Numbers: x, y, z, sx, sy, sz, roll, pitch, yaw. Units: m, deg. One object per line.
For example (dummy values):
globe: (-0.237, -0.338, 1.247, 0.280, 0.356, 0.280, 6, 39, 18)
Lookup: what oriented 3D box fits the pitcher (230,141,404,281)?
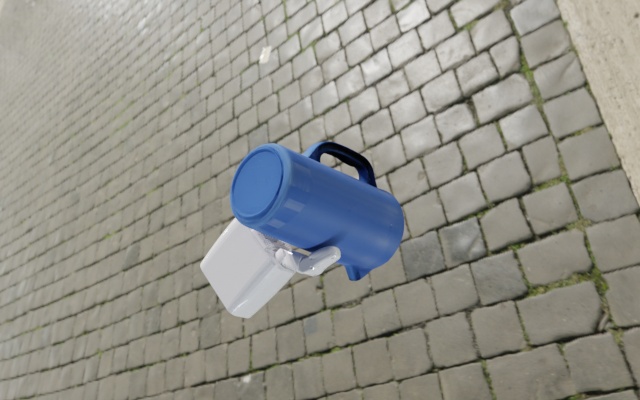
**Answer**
pitcher: (0.000, 0.002, 0.661, 0.243, 0.145, 0.149, 24, 24, -46)
